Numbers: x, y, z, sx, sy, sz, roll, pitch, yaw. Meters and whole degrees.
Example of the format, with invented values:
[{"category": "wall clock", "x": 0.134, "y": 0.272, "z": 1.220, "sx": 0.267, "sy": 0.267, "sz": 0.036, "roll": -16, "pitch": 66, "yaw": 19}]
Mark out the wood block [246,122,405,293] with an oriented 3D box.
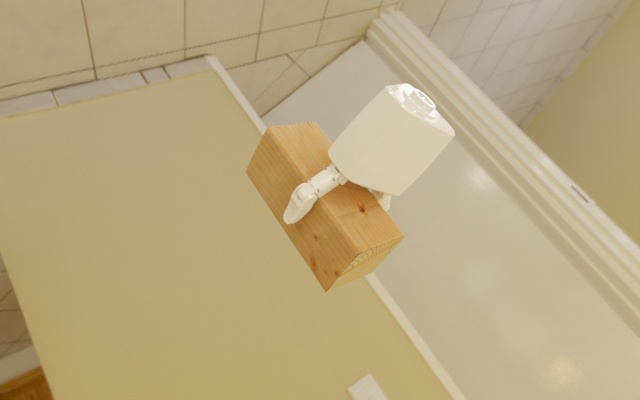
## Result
[{"category": "wood block", "x": 0.000, "y": 0.002, "z": 0.630, "sx": 0.091, "sy": 0.206, "sz": 0.090, "roll": -14, "pitch": -31, "yaw": -42}]
